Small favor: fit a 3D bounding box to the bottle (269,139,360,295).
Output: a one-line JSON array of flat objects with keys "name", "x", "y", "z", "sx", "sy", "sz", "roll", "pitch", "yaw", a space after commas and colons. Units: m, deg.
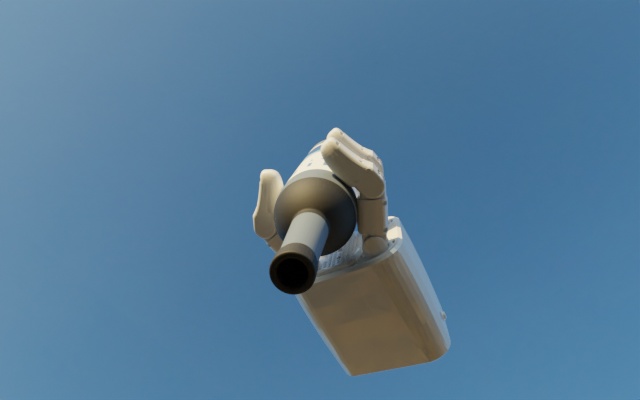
[{"name": "bottle", "x": 0.000, "y": 0.001, "z": 0.413, "sx": 0.069, "sy": 0.069, "sz": 0.295, "roll": 0, "pitch": 16, "yaw": 7}]
